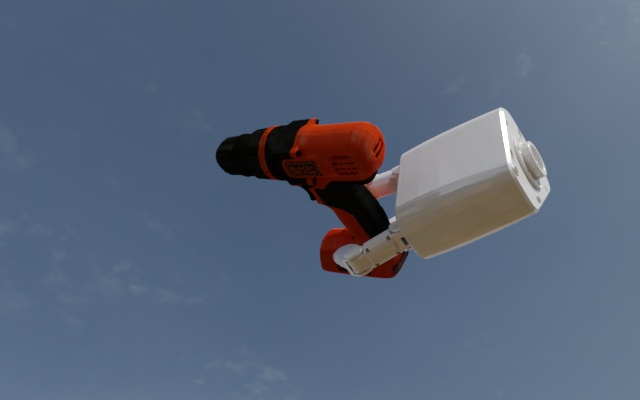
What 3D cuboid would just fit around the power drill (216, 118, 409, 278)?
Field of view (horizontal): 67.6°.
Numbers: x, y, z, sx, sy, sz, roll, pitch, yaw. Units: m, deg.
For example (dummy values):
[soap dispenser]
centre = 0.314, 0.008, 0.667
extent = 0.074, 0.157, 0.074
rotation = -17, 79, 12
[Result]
[power drill]
centre = 0.001, 0.002, 0.487
extent = 0.184, 0.057, 0.188
rotation = 2, -40, 36
